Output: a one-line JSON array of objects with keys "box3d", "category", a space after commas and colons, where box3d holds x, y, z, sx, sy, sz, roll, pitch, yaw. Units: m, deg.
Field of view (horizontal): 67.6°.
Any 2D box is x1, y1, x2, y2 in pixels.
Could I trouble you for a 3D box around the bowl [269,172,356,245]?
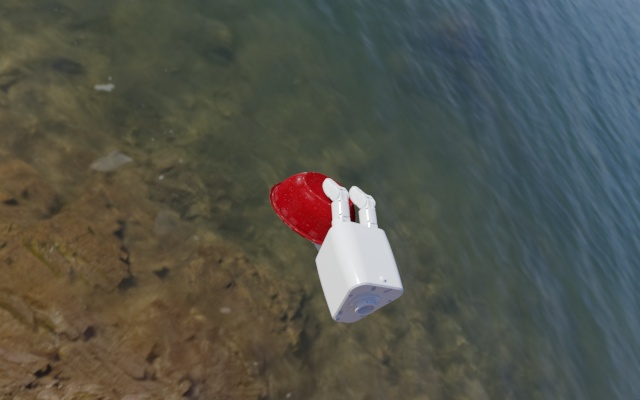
[{"box3d": [0.000, 0.001, 0.784, 0.162, 0.055, 0.162, 26, 27, -14], "category": "bowl"}]
